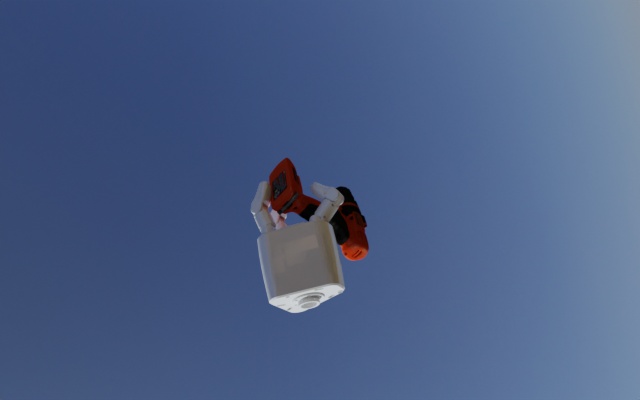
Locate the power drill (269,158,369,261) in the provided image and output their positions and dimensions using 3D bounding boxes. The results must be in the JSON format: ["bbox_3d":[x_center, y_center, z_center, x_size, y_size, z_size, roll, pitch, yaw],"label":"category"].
[{"bbox_3d":[0.000,0.003,0.833,0.188,0.057,0.184,30,25,-28],"label":"power drill"}]
